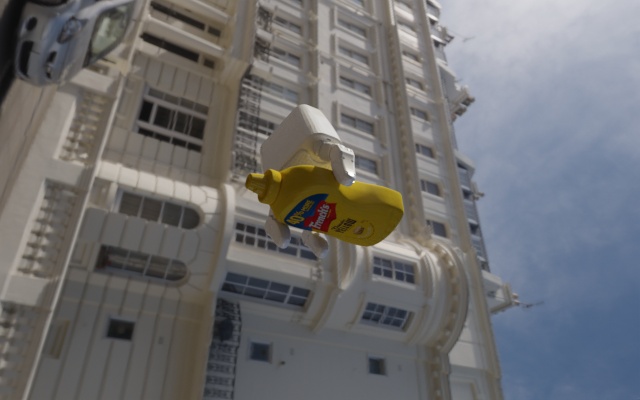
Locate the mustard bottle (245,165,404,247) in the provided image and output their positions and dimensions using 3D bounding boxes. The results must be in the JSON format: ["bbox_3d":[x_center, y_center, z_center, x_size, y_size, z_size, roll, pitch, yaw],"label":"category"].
[{"bbox_3d":[0.000,0.002,0.584,0.192,0.058,0.096,17,-38,-25],"label":"mustard bottle"}]
